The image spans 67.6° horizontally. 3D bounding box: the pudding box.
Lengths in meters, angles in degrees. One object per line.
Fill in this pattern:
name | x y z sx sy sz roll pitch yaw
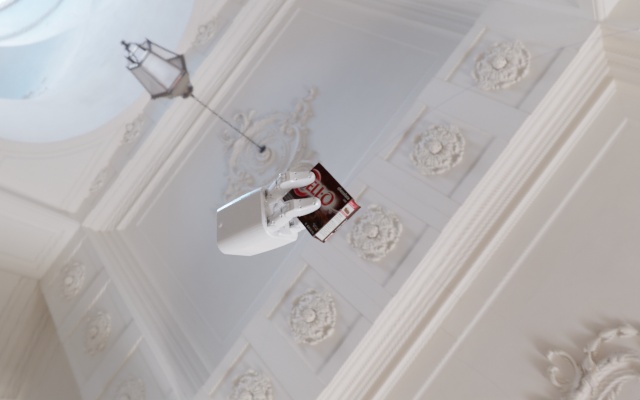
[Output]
pudding box | 0.000 0.003 0.793 0.113 0.090 0.039 48 5 39
